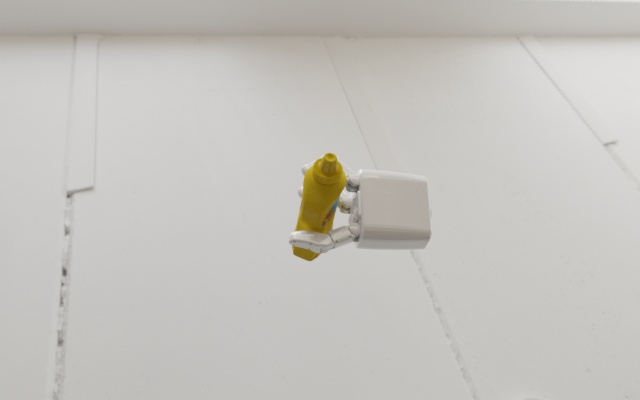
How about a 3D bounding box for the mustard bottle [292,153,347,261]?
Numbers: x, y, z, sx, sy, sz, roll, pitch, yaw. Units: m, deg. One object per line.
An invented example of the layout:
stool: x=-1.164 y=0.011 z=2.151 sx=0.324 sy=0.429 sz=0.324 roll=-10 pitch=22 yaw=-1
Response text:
mustard bottle: x=0.000 y=0.002 z=0.695 sx=0.058 sy=0.096 sz=0.192 roll=23 pitch=-38 yaw=7
